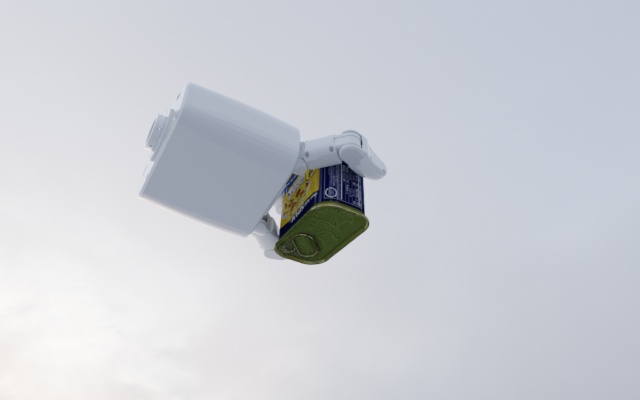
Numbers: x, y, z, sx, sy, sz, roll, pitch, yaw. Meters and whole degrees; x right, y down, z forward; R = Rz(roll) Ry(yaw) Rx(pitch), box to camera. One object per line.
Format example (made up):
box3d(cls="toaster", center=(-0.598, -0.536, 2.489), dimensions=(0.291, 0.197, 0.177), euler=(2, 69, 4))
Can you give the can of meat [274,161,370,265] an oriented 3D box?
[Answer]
box3d(cls="can of meat", center=(0.000, 0.001, 0.462), dimensions=(0.057, 0.084, 0.102), euler=(20, -41, -24))
